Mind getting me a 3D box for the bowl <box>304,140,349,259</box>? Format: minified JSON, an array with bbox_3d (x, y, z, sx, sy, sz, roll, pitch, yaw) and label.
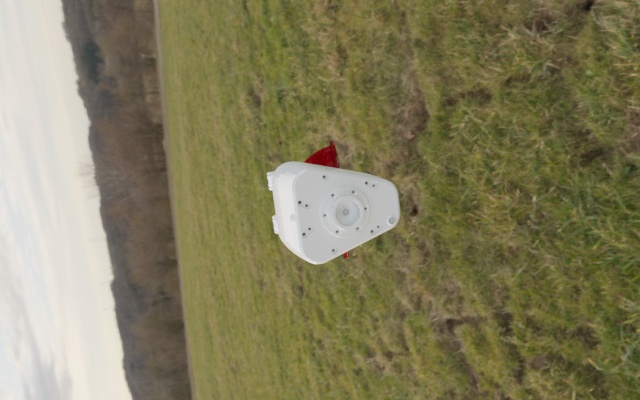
[{"bbox_3d":[0.000,0.002,0.649,0.055,0.162,0.162,-7,0,-1],"label":"bowl"}]
